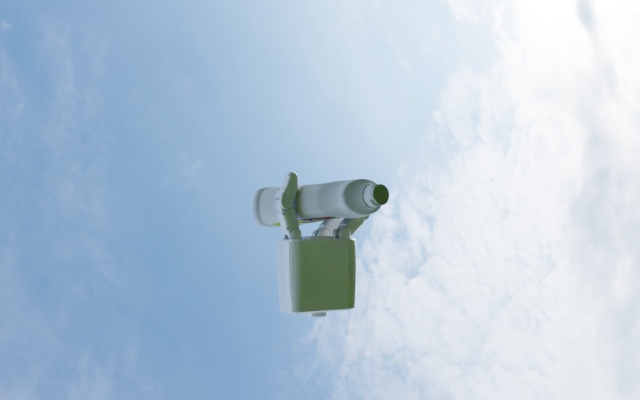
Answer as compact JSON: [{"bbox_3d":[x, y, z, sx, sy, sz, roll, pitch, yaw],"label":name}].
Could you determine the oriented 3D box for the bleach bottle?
[{"bbox_3d":[0.000,0.002,0.720,0.102,0.068,0.251,2,-6,-35],"label":"bleach bottle"}]
